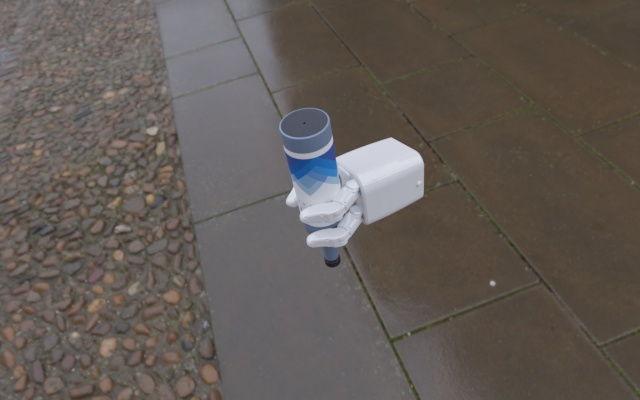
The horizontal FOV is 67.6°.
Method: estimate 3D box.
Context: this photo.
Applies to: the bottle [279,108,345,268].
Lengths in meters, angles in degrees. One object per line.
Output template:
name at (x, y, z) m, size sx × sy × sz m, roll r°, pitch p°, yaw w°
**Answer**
bottle at (0.000, 0.002, 0.718) m, size 0.069 × 0.069 × 0.296 m, roll 0°, pitch -44°, yaw 11°
